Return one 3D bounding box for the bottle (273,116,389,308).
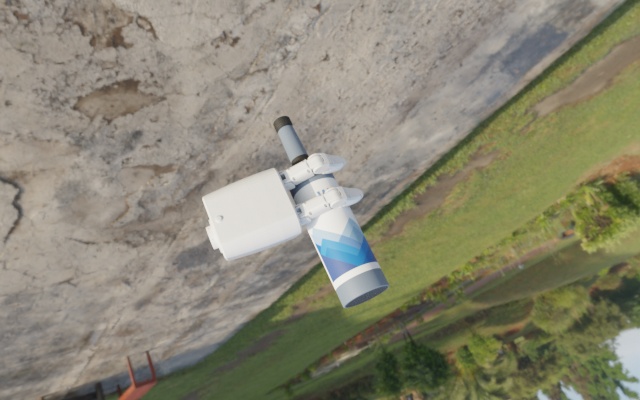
[{"bbox_3d":[0.000,0.002,0.673,0.069,0.295,0.069,-22,-22,-9],"label":"bottle"}]
